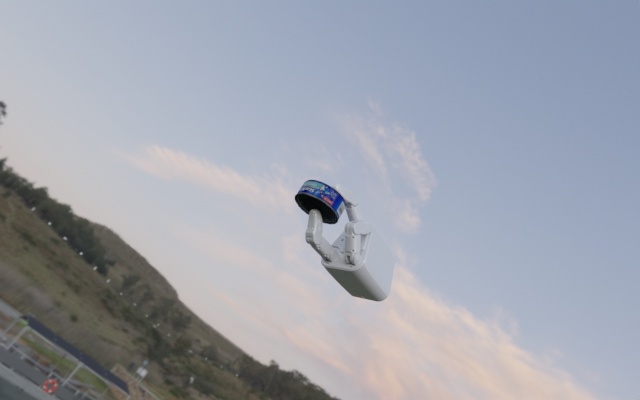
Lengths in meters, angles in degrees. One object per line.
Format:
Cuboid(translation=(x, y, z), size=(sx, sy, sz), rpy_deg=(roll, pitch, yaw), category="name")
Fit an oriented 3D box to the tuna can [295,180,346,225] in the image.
Cuboid(translation=(0.000, 0.002, 0.823), size=(0.086, 0.033, 0.086), rpy_deg=(26, -24, 13), category="tuna can")
